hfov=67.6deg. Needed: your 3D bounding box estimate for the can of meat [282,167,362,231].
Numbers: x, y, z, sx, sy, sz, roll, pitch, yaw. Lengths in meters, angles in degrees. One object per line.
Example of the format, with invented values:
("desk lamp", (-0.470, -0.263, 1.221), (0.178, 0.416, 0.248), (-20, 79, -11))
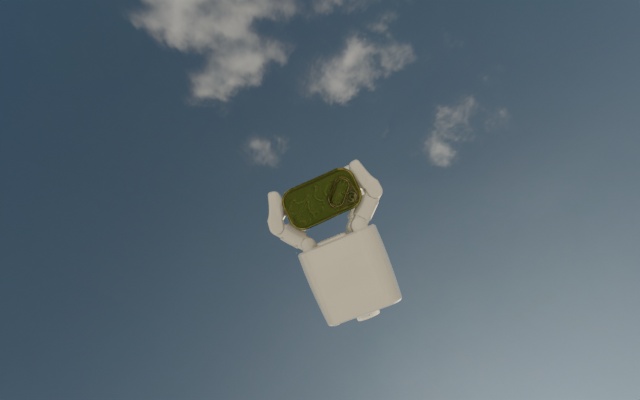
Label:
("can of meat", (0.000, 0.002, 0.656), (0.102, 0.057, 0.084), (-25, -5, -5))
